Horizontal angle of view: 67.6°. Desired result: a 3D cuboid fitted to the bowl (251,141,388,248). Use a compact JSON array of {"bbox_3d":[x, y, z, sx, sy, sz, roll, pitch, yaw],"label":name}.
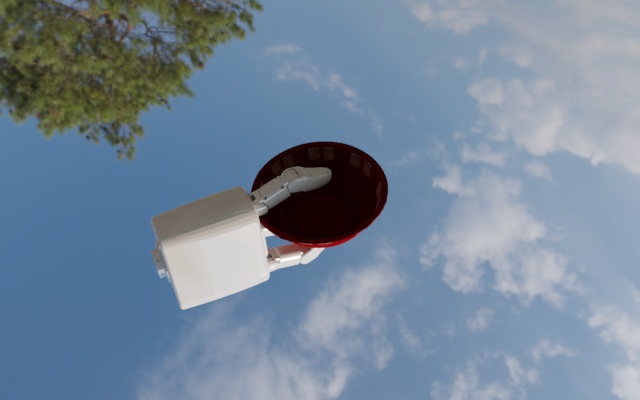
[{"bbox_3d":[0.001,0.002,0.578,0.162,0.162,0.055,0,-40,7],"label":"bowl"}]
